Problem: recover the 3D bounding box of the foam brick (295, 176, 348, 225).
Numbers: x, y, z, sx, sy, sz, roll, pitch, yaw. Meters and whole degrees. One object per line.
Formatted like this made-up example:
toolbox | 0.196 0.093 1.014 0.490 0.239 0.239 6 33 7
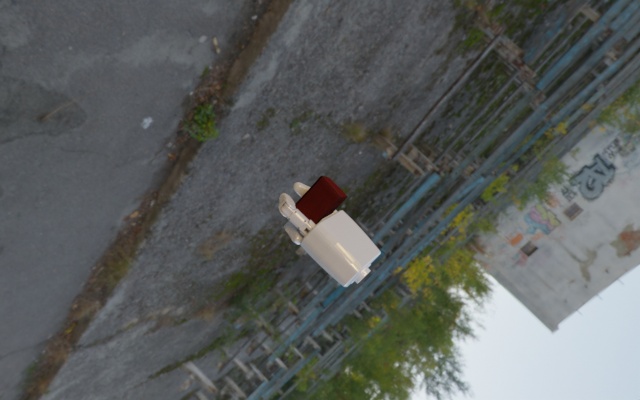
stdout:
foam brick | 0.000 0.002 0.832 0.051 0.078 0.053 46 13 12
